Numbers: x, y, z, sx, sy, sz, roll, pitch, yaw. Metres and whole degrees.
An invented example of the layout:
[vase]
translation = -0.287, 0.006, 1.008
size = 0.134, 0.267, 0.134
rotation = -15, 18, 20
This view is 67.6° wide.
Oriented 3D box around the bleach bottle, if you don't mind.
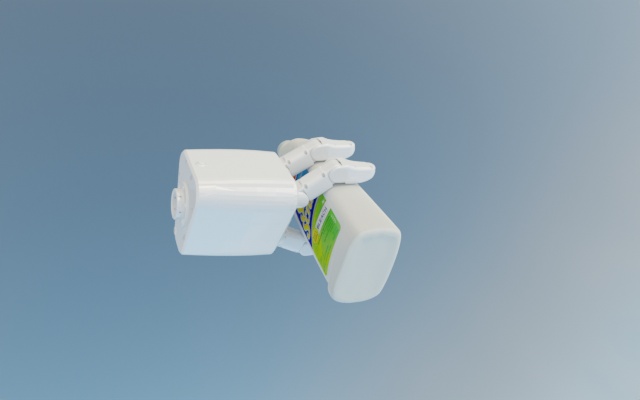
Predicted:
[bleach bottle]
translation = 0.000, 0.002, 0.582
size = 0.068, 0.103, 0.250
rotation = 0, 32, -28
